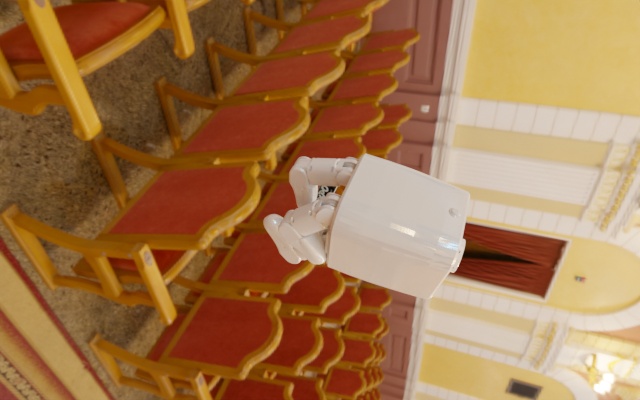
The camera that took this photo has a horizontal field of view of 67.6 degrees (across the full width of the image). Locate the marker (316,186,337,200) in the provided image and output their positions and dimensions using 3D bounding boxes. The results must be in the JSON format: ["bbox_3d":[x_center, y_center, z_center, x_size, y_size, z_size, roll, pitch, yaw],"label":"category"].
[{"bbox_3d":[0.000,0.002,0.513,0.020,0.020,0.121,0,40,27],"label":"marker"}]
